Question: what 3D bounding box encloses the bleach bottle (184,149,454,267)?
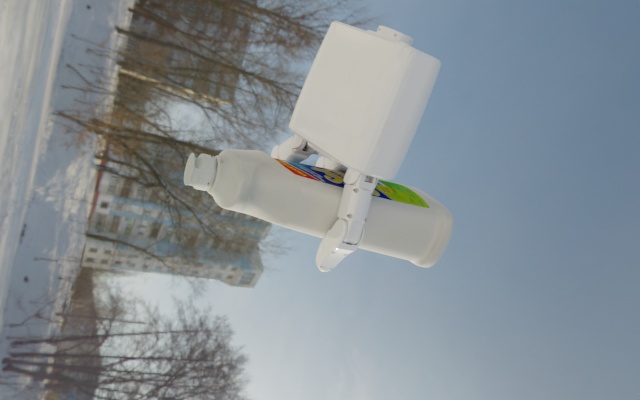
[{"bbox_3d":[0.000,0.001,0.454,0.251,0.068,0.102,13,19,-29],"label":"bleach bottle"}]
